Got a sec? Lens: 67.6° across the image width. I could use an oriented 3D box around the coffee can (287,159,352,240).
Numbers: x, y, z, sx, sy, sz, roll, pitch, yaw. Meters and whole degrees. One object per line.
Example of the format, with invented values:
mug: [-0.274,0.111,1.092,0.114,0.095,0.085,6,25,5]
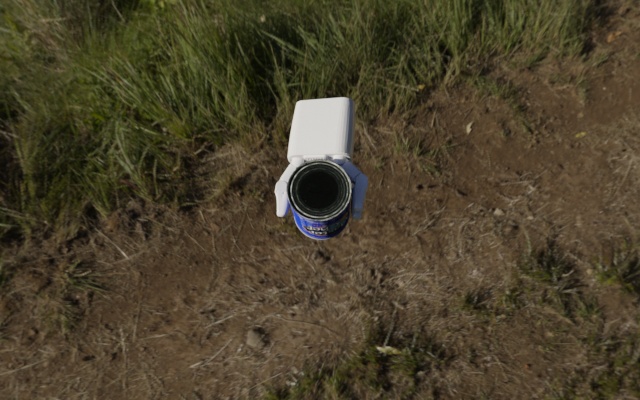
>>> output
coffee can: [0.000,0.003,0.809,0.103,0.102,0.140,0,-16,2]
